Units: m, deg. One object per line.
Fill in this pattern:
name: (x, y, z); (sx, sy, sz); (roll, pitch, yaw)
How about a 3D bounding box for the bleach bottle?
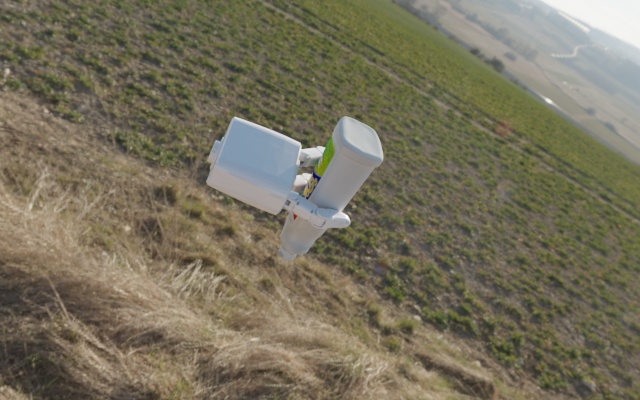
bleach bottle: (0.000, 0.002, 0.718); (0.068, 0.251, 0.102); (23, 32, -15)
